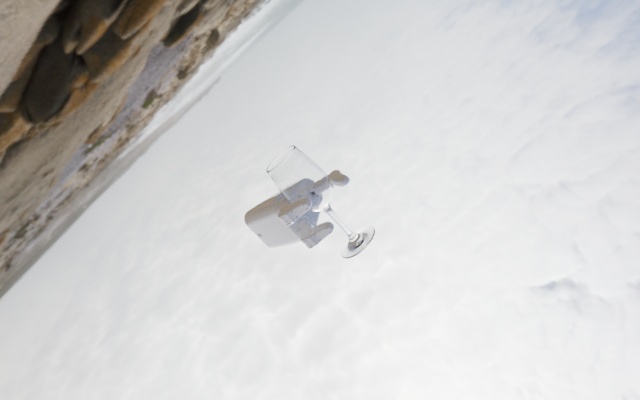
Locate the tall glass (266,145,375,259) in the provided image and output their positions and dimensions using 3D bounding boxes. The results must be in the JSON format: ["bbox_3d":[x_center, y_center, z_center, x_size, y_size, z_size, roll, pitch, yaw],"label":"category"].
[{"bbox_3d":[0.001,0.003,0.790,0.079,0.201,0.079,-37,19,15],"label":"tall glass"}]
